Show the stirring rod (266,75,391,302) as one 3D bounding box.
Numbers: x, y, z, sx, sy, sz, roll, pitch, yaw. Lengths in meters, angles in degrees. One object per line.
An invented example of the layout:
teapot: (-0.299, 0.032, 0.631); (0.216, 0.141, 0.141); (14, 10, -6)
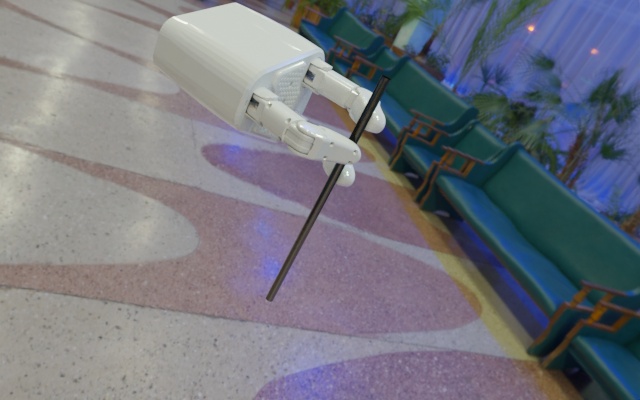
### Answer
stirring rod: (0.000, 0.001, 0.419); (0.011, 0.240, 0.011); (22, 27, -12)
